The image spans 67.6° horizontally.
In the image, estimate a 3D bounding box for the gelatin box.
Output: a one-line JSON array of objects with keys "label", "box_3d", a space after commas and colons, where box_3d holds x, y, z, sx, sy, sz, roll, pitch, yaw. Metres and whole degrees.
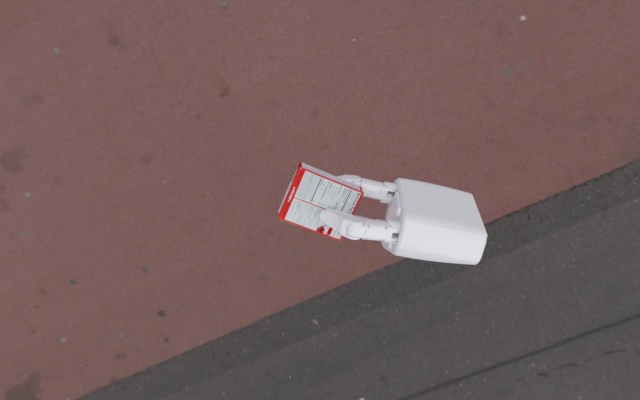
[{"label": "gelatin box", "box_3d": [0.000, 0.002, 0.606, 0.089, 0.073, 0.030, 21, 17, -11]}]
